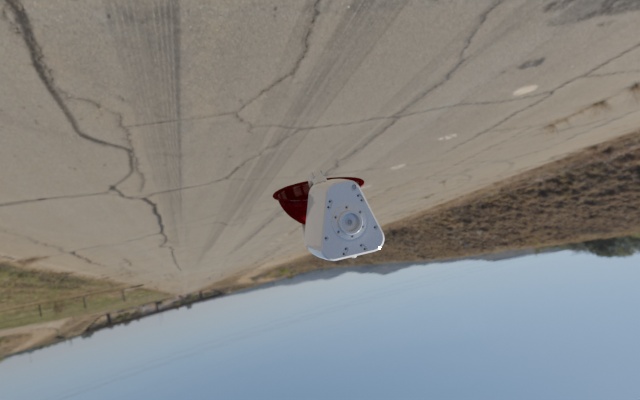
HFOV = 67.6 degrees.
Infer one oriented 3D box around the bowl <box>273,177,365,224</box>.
[{"bbox_3d":[0.000,0.003,0.838,0.162,0.055,0.162,-8,14,2],"label":"bowl"}]
